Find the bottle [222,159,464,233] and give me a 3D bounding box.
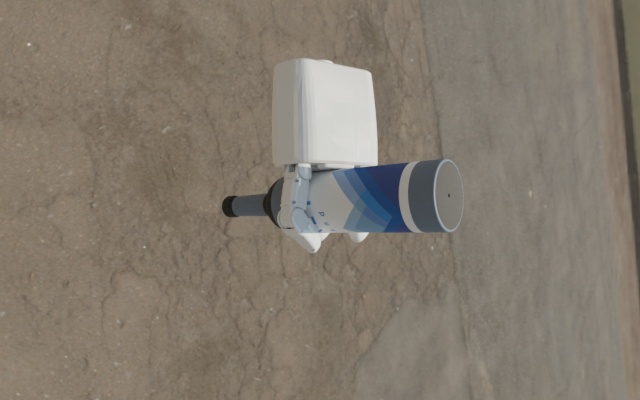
[{"bbox_3d":[0.000,0.002,0.518,0.296,0.069,0.069,-3,-2,38],"label":"bottle"}]
